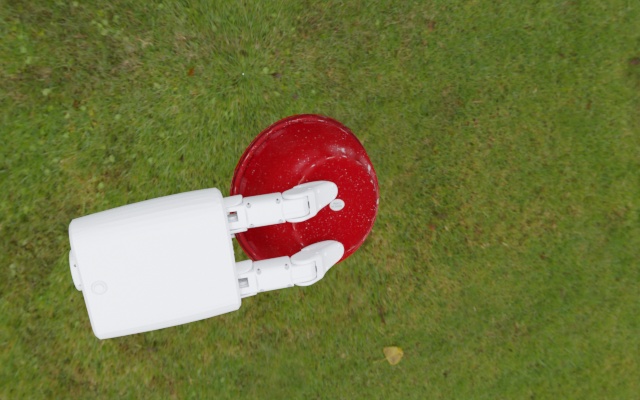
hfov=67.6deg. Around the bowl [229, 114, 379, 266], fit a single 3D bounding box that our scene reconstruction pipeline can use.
[{"bbox_3d":[0.001,0.001,0.447,0.162,0.162,0.055,0,10,-32],"label":"bowl"}]
